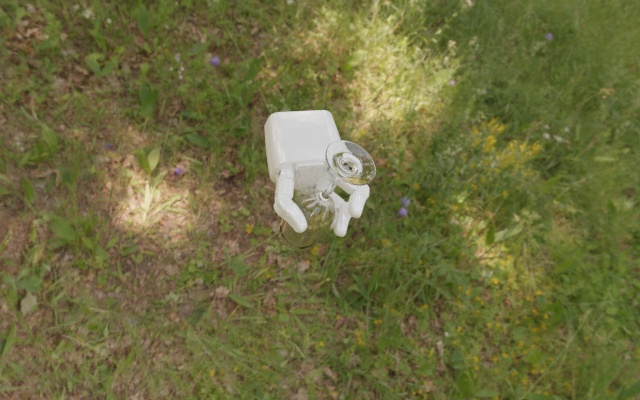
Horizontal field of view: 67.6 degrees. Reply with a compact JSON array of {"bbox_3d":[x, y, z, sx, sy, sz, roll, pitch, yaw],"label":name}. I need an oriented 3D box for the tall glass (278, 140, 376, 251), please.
[{"bbox_3d":[0.000,0.002,0.705,0.079,0.079,0.201,0,-33,-29],"label":"tall glass"}]
